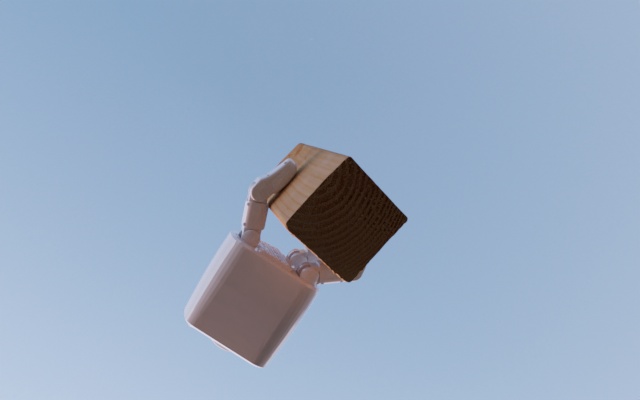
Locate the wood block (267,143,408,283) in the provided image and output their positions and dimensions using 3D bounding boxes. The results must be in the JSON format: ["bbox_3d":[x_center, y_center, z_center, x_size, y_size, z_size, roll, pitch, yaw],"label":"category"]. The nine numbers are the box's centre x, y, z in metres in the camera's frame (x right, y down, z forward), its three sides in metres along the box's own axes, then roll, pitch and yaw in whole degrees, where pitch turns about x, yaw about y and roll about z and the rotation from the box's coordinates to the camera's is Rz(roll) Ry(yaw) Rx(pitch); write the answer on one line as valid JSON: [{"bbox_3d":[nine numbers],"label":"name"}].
[{"bbox_3d":[0.000,0.002,0.542,0.091,0.090,0.206,44,-3,-18],"label":"wood block"}]
